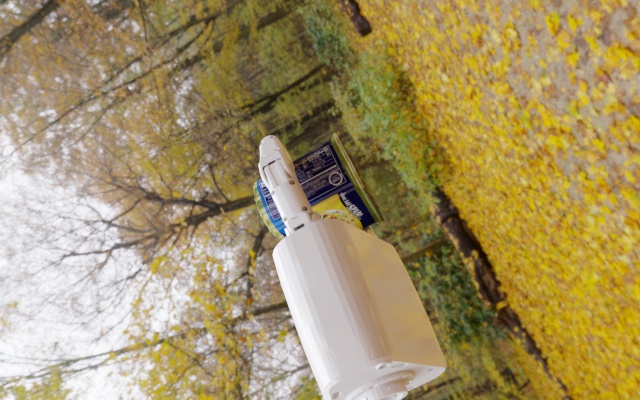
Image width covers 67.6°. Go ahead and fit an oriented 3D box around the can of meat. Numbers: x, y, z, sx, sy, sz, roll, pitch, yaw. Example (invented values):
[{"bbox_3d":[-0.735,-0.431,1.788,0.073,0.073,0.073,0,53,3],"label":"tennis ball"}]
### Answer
[{"bbox_3d":[0.000,0.001,0.418,0.084,0.057,0.102,-28,-32,7],"label":"can of meat"}]
